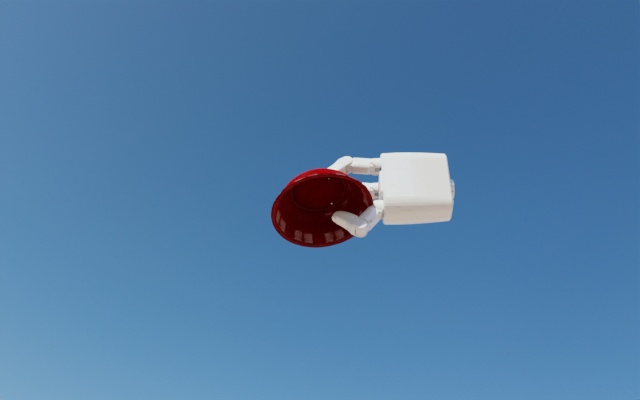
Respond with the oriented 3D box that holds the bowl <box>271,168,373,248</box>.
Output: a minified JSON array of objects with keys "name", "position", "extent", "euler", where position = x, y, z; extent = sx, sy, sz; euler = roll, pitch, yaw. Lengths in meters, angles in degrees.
[{"name":"bowl","position":[-0.001,0.002,0.762],"extent":[0.162,0.162,0.055],"euler":[0,43,-11]}]
